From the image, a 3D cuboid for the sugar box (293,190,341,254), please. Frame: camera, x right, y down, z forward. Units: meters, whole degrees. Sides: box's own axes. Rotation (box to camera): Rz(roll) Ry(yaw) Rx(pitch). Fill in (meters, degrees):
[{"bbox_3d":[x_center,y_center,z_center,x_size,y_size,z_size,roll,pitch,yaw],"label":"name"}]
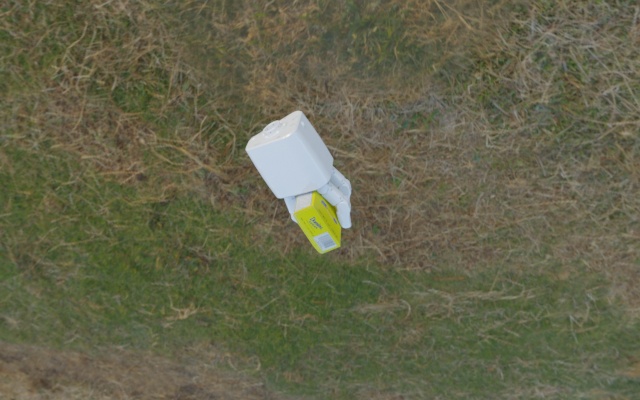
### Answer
[{"bbox_3d":[0.001,0.003,0.842,0.048,0.093,0.176,-22,29,20],"label":"sugar box"}]
